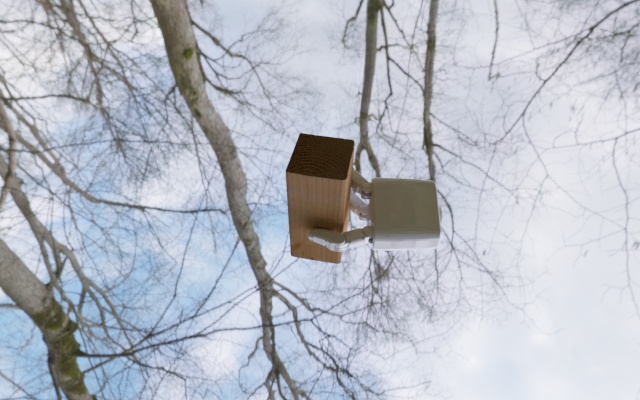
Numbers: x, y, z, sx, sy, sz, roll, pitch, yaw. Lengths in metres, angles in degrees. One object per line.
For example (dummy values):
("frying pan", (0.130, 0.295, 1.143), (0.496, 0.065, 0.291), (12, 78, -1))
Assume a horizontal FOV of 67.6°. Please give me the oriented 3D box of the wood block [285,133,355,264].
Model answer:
("wood block", (0.000, 0.003, 0.776), (0.090, 0.090, 0.206), (9, -42, 7))
